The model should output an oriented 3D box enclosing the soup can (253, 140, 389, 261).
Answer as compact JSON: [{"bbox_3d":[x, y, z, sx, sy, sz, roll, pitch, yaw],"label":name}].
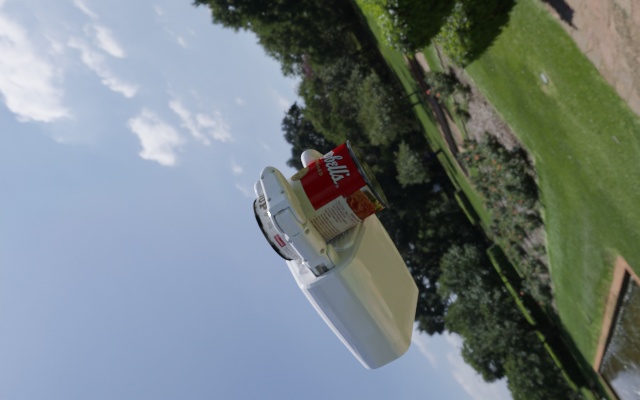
[{"bbox_3d":[0.000,0.001,0.426,0.102,0.068,0.068,-31,-7,12],"label":"soup can"}]
